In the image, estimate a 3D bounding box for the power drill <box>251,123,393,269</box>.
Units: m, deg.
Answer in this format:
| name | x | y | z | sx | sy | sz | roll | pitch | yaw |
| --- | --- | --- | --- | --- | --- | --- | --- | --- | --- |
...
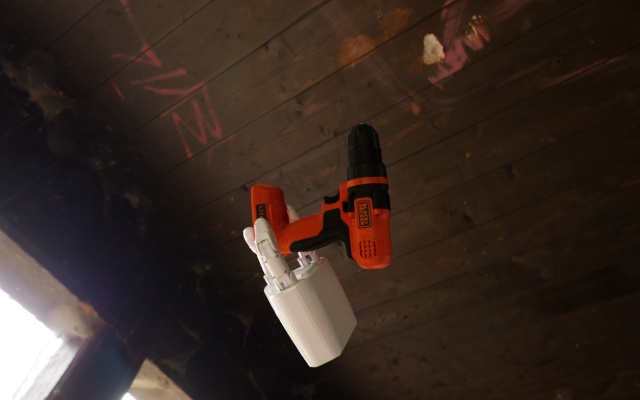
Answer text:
| name | x | y | z | sx | sy | sz | roll | pitch | yaw |
| --- | --- | --- | --- | --- | --- | --- | --- | --- | --- |
| power drill | 0.000 | 0.002 | 0.628 | 0.187 | 0.184 | 0.057 | -9 | -10 | 27 |
